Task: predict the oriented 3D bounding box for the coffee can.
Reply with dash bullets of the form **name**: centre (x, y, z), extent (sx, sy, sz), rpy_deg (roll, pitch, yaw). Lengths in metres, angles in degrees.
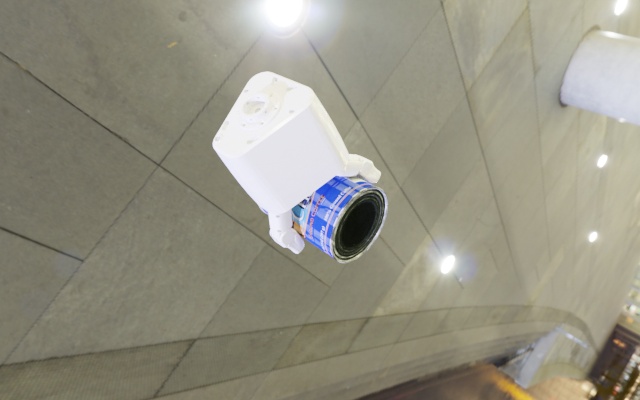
- **coffee can**: centre (0.000, 0.002, 0.614), extent (0.140, 0.103, 0.103), rpy_deg (30, 19, 36)
